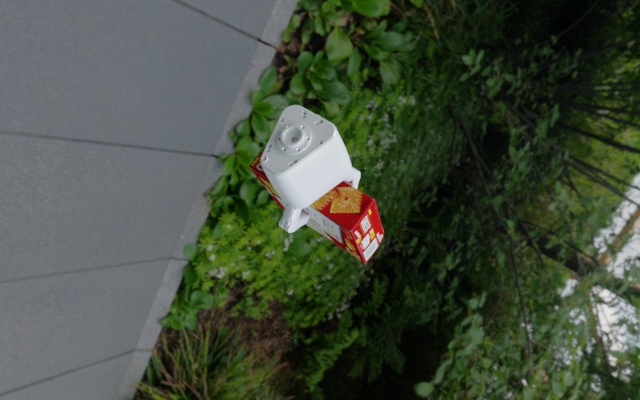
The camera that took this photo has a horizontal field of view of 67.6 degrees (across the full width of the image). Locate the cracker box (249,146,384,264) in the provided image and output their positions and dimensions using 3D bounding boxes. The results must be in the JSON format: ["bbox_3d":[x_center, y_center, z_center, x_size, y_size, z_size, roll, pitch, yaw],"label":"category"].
[{"bbox_3d":[0.000,0.003,0.815,0.213,0.072,0.164,33,-13,25],"label":"cracker box"}]
